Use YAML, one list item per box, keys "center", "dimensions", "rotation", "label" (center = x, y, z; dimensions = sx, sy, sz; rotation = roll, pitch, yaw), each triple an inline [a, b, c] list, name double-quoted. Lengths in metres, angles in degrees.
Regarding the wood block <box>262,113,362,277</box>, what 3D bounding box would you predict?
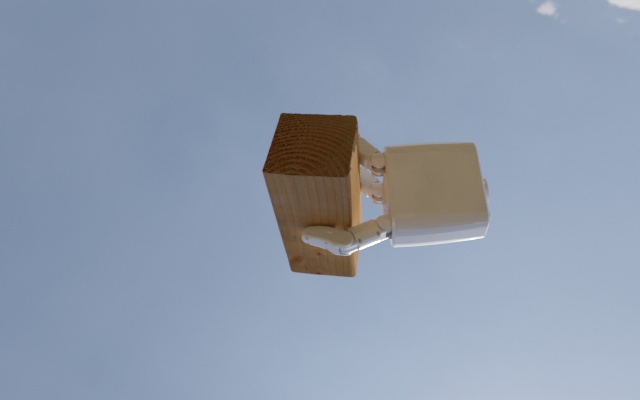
- center: [0.000, 0.002, 0.580]
  dimensions: [0.090, 0.090, 0.206]
  rotation: [4, -37, 10]
  label: "wood block"
